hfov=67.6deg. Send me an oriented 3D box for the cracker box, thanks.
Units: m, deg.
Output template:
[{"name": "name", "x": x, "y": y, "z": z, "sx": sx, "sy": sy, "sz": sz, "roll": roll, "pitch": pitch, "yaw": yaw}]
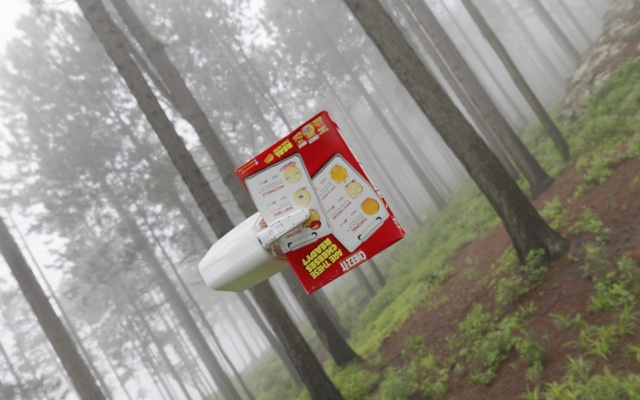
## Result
[{"name": "cracker box", "x": 0.000, "y": 0.002, "z": 0.707, "sx": 0.164, "sy": 0.213, "sz": 0.072, "roll": -33, "pitch": -5, "yaw": 12}]
